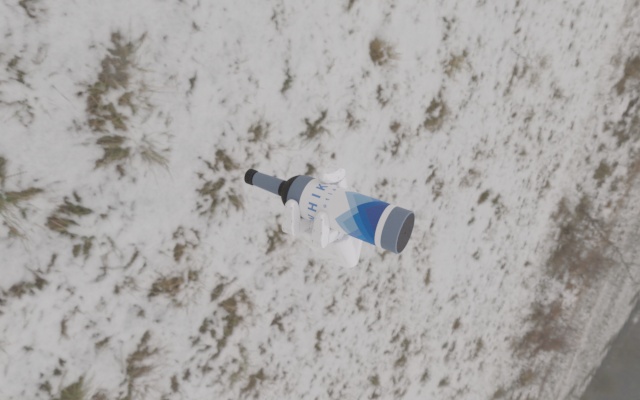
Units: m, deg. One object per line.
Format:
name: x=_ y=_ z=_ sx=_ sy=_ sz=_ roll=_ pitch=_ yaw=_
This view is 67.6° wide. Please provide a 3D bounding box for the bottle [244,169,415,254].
bottle: x=0.000 y=0.003 z=0.760 sx=0.295 sy=0.069 sz=0.069 roll=20 pitch=9 yaw=26
